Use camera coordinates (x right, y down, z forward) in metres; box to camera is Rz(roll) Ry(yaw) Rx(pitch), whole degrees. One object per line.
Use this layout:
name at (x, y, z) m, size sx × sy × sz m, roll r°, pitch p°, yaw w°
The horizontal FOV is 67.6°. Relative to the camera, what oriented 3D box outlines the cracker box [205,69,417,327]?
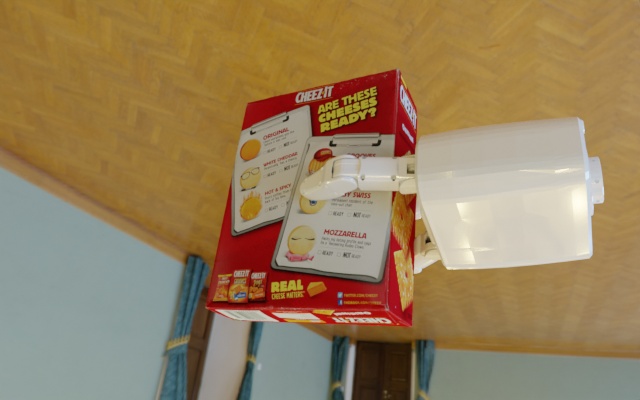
cracker box at (0.000, 0.001, 0.433) m, size 0.164 × 0.213 × 0.072 m, roll -6°, pitch -28°, yaw 26°
